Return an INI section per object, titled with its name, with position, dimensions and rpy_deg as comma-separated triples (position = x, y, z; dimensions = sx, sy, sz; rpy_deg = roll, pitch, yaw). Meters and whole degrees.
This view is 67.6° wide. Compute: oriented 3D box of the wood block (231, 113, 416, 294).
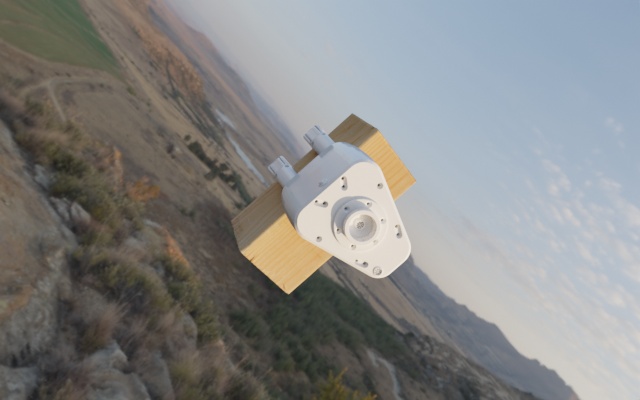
[wood block]
position = 0.000, 0.002, 0.589
dimensions = 0.091, 0.206, 0.090
rpy_deg = 48, 2, -28
